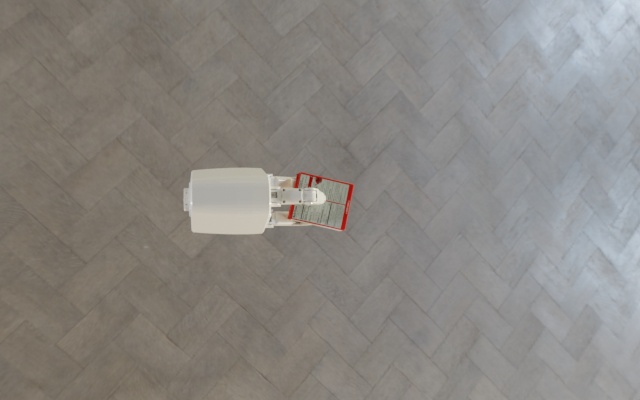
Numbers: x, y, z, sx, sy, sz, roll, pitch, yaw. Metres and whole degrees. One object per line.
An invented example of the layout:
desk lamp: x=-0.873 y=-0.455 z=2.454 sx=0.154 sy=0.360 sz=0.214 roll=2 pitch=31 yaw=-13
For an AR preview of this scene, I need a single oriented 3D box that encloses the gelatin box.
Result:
gelatin box: x=0.001 y=0.002 z=0.727 sx=0.089 sy=0.073 sz=0.030 roll=13 pitch=-7 yaw=-9
